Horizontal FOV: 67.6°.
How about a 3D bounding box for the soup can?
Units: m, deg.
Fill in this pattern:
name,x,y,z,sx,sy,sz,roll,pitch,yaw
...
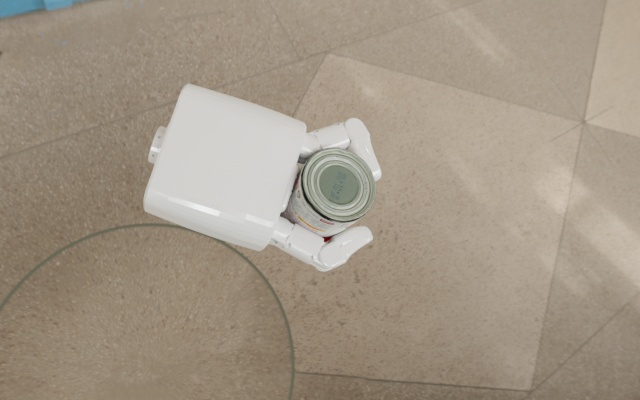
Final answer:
name,x,y,z,sx,sy,sz,roll,pitch,yaw
soup can,0.001,0.002,0.436,0.068,0.068,0.102,0,-18,-20
